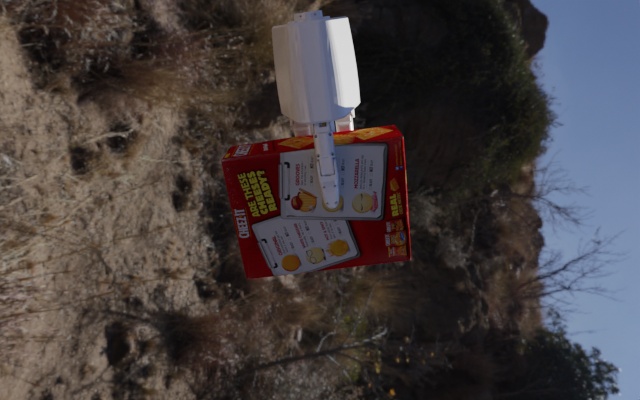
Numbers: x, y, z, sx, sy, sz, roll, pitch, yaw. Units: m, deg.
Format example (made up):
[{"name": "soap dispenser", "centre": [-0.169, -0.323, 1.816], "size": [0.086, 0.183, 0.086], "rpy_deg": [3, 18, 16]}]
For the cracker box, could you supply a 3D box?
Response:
[{"name": "cracker box", "centre": [0.000, 0.002, 0.605], "size": [0.214, 0.164, 0.072], "rpy_deg": [-7, 21, 2]}]
